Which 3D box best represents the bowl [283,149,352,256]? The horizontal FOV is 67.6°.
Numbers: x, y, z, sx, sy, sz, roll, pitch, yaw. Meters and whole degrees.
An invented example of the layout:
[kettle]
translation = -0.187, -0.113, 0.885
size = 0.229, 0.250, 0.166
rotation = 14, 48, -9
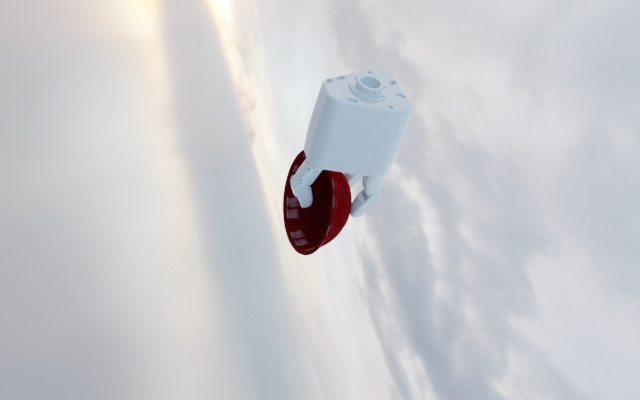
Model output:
[bowl]
translation = 0.000, 0.003, 0.723
size = 0.055, 0.162, 0.162
rotation = 4, -2, -30
